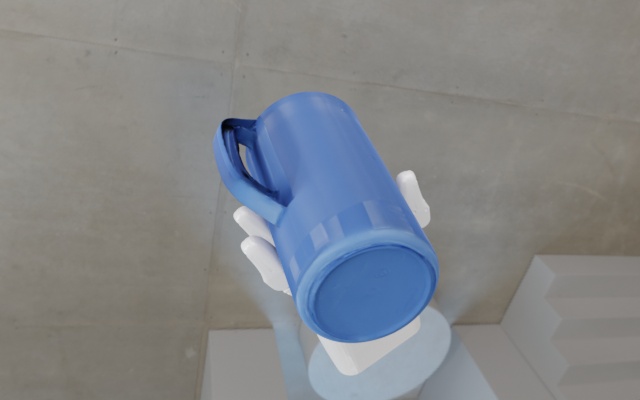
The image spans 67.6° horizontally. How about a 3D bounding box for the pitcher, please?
[{"bbox_3d":[0.000,0.002,0.429,0.149,0.145,0.242,-21,35,-1],"label":"pitcher"}]
